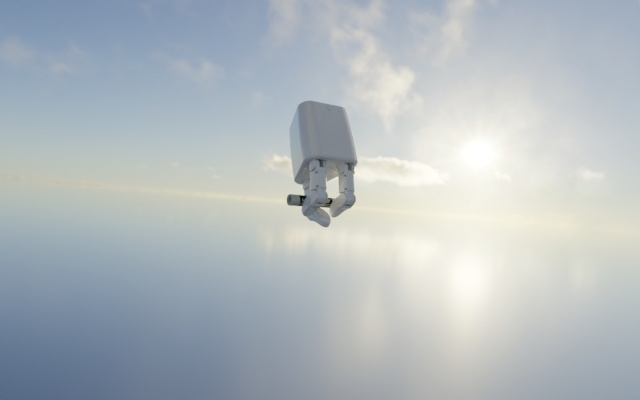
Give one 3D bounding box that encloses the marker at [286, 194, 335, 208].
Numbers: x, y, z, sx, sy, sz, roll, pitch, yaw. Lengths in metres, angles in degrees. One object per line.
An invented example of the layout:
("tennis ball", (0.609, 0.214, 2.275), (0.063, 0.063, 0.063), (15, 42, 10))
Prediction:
("marker", (0.000, 0.003, 0.796), (0.121, 0.020, 0.020), (4, -2, -33))
